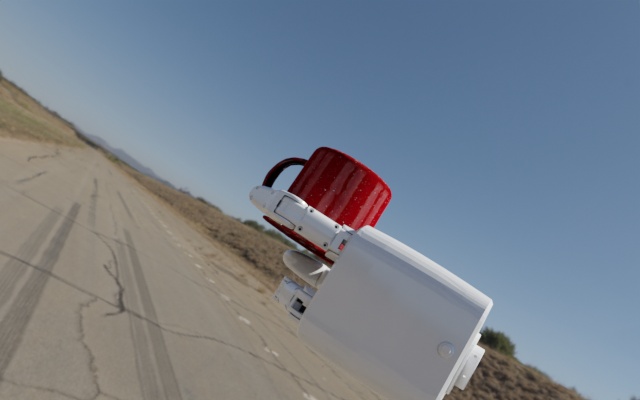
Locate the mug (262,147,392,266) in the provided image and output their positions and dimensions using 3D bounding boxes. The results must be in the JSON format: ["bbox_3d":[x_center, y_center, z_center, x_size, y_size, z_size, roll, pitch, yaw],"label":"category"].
[{"bbox_3d":[-0.001,0.001,0.428,0.117,0.081,0.093,30,-9,24],"label":"mug"}]
